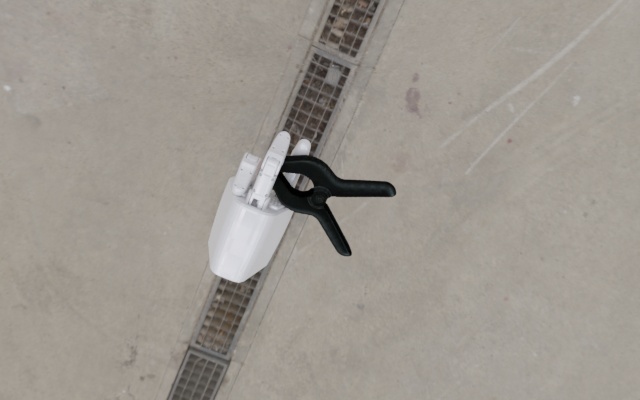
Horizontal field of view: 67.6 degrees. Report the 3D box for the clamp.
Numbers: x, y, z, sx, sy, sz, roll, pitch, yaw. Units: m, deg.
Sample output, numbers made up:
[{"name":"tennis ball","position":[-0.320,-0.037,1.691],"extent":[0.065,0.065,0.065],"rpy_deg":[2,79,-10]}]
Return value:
[{"name":"clamp","position":[0.000,0.002,0.629],"extent":[0.171,0.120,0.039],"rpy_deg":[23,16,-5]}]
